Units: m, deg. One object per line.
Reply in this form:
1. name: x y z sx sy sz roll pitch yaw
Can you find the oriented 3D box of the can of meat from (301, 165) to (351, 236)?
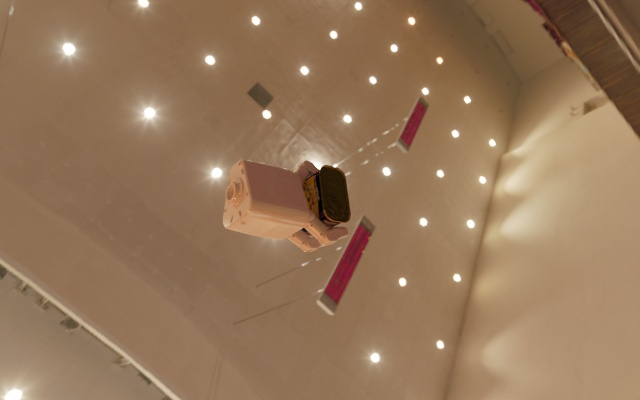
1. can of meat: 0.000 0.003 0.824 0.057 0.102 0.084 11 -28 -37
